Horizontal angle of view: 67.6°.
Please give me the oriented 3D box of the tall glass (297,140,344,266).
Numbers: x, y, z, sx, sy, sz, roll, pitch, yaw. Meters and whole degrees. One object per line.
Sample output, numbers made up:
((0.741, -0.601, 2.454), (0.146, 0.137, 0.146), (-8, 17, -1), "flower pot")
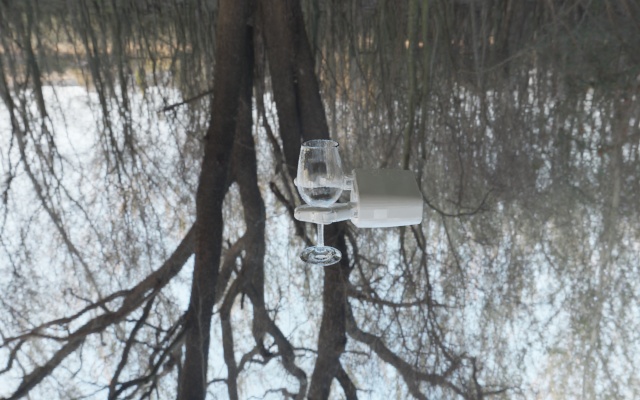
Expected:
((0.000, 0.003, 0.799), (0.079, 0.201, 0.079), (0, 19, 0), "tall glass")
